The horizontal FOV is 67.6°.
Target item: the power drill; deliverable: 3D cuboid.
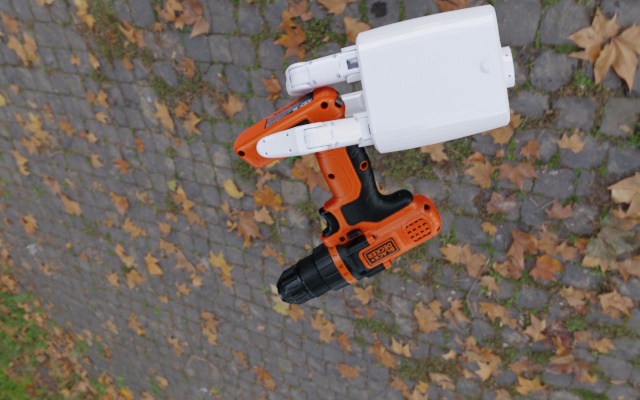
[{"bbox_3d":[0.000,0.001,0.461,0.184,0.188,0.057,-31,24,9],"label":"power drill"}]
